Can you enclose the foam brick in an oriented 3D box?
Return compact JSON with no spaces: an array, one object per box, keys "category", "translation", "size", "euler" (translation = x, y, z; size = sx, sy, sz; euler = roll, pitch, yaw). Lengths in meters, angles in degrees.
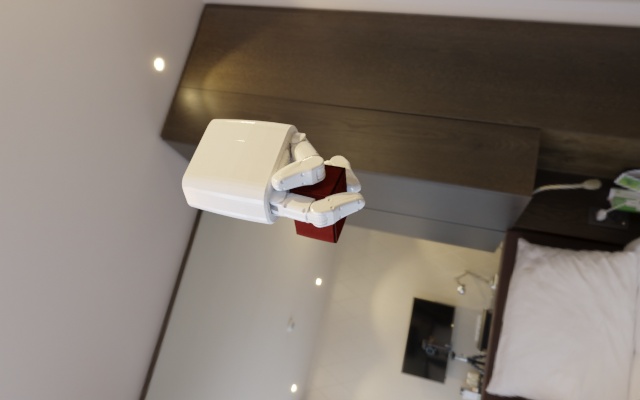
[{"category":"foam brick","translation":[0.000,0.002,0.558],"size":[0.051,0.078,0.053],"euler":[9,44,16]}]
